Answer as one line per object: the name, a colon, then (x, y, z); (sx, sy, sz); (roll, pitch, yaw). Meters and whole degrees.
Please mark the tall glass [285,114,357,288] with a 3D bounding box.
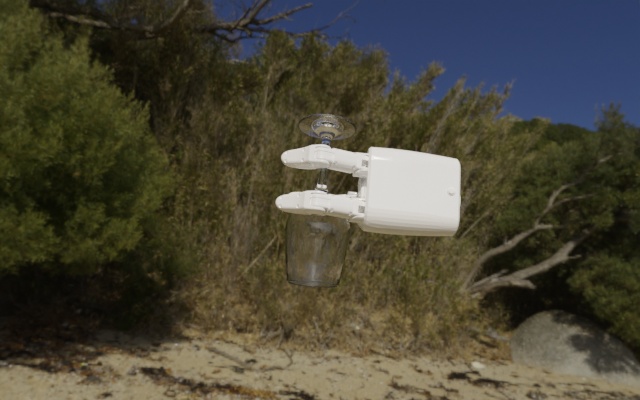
tall glass: (0.000, 0.001, 0.581); (0.079, 0.201, 0.079); (5, -15, 1)
